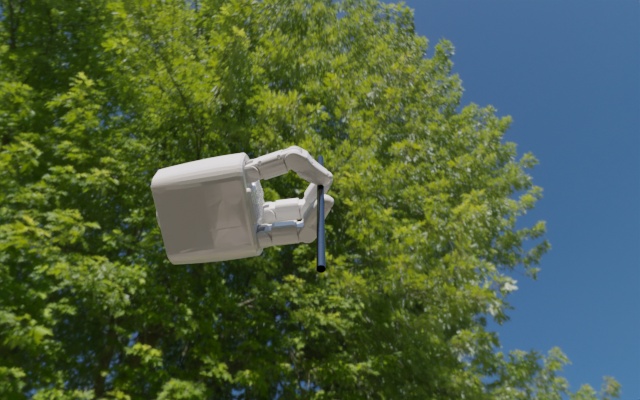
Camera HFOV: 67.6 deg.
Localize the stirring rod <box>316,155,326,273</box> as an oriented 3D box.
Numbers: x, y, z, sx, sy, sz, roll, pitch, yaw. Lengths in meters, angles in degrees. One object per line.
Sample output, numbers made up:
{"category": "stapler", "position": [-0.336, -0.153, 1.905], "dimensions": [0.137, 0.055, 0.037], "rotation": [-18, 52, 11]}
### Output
{"category": "stirring rod", "position": [0.000, 0.002, 0.508], "dimensions": [0.011, 0.011, 0.239], "rotation": [0, 28, 0]}
